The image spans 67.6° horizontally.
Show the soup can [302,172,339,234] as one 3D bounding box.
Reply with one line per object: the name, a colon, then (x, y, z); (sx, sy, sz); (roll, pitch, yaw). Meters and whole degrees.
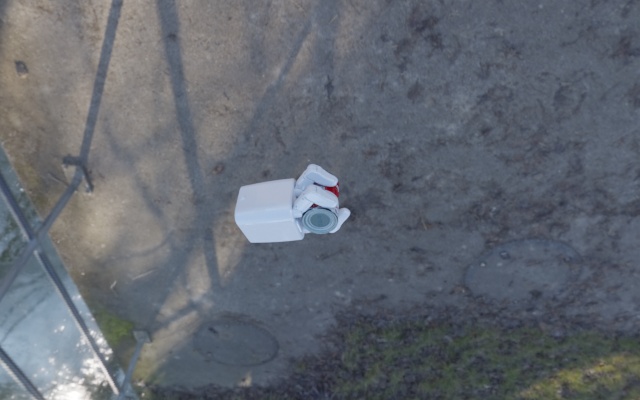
soup can: (0.001, 0.003, 0.885); (0.068, 0.069, 0.102); (0, 43, 3)
